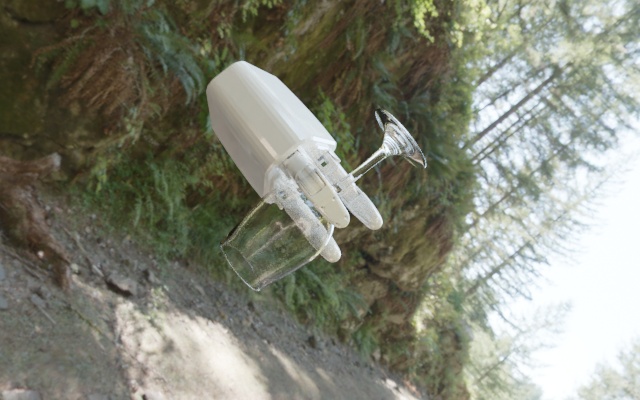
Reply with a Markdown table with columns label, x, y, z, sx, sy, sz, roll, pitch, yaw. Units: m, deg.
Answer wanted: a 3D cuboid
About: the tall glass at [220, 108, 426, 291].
| label | x | y | z | sx | sy | sz | roll | pitch | yaw |
| --- | --- | --- | --- | --- | --- | --- | --- | --- | --- |
| tall glass | 0.001 | 0.001 | 0.463 | 0.201 | 0.079 | 0.079 | -39 | 0 | -1 |
